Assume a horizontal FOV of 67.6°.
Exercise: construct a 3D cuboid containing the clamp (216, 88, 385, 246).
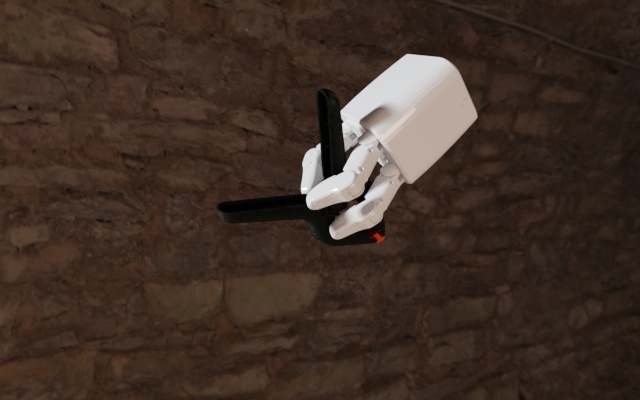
[{"bbox_3d":[0.000,0.001,0.524,0.210,0.164,0.036,46,2,-43],"label":"clamp"}]
